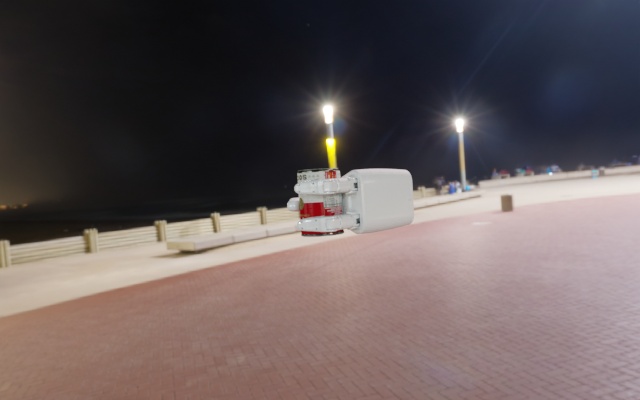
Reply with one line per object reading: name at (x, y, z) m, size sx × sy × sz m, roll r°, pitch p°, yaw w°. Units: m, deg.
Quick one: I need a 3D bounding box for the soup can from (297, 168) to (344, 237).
soup can at (0.000, 0.002, 0.745) m, size 0.068 × 0.102 × 0.068 m, roll -4°, pitch 2°, yaw 0°
